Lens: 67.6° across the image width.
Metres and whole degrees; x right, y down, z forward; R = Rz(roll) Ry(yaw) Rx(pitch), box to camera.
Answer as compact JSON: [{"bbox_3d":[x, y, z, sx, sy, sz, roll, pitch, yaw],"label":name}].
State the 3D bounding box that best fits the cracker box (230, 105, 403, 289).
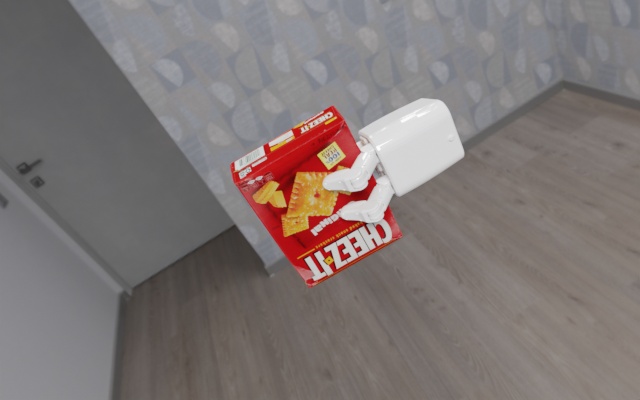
[{"bbox_3d":[0.000,0.002,0.671,0.164,0.214,0.072,-29,31,3],"label":"cracker box"}]
